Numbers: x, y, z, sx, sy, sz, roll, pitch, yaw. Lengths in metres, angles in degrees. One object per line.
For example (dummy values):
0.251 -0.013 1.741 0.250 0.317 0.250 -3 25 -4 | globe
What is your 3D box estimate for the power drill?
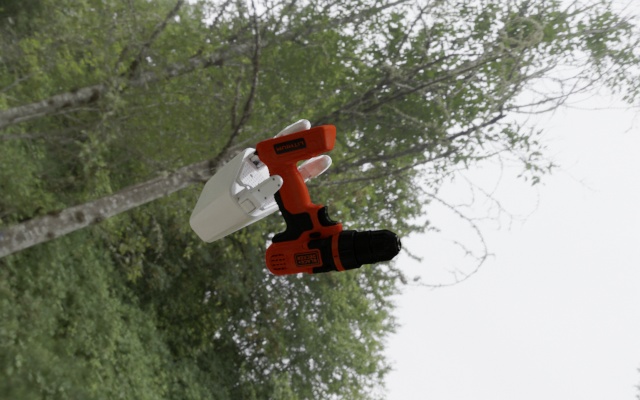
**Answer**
0.000 0.002 0.615 0.184 0.187 0.057 -10 5 19 | power drill
